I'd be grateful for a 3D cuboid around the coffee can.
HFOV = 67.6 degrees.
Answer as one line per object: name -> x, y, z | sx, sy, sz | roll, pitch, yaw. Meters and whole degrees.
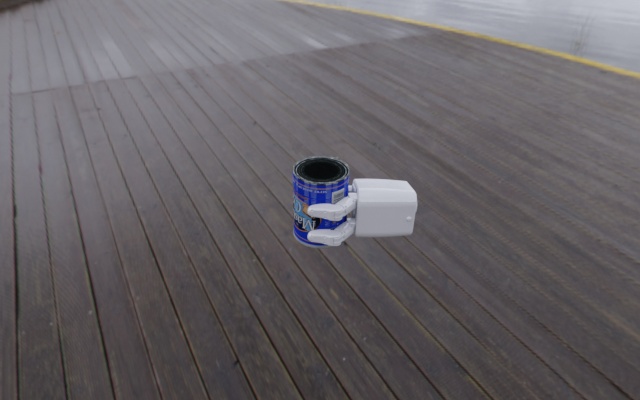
coffee can -> 0.000, 0.003, 0.884 | 0.103, 0.140, 0.102 | 1, 33, -1
